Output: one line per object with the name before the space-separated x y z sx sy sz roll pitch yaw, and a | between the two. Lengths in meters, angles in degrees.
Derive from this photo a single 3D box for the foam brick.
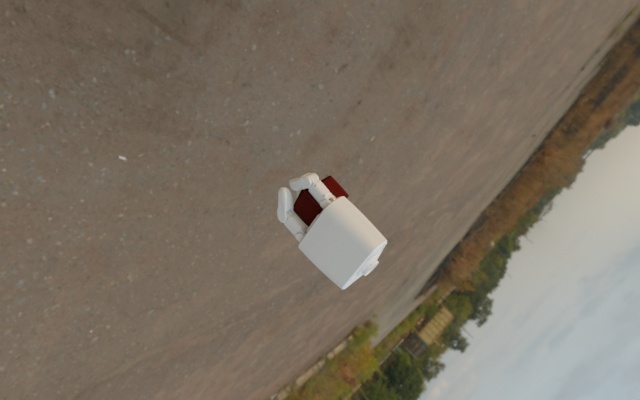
foam brick | 0.000 0.002 0.823 0.078 0.051 0.053 -30 -21 -41
